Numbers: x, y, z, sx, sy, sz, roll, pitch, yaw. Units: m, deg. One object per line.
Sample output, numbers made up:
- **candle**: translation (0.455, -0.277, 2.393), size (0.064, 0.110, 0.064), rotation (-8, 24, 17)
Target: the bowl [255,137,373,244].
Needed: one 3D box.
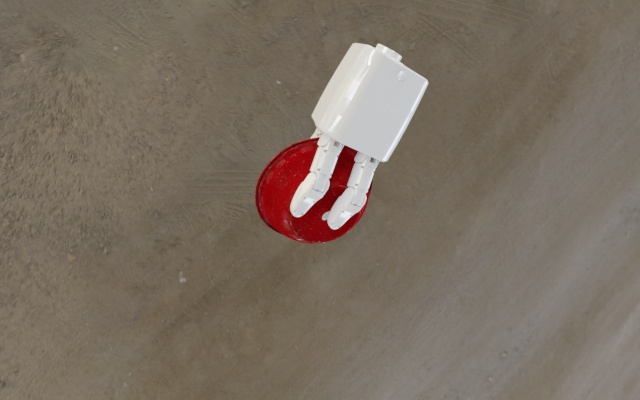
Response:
- **bowl**: translation (0.000, 0.003, 0.613), size (0.162, 0.162, 0.055), rotation (0, 36, -20)
